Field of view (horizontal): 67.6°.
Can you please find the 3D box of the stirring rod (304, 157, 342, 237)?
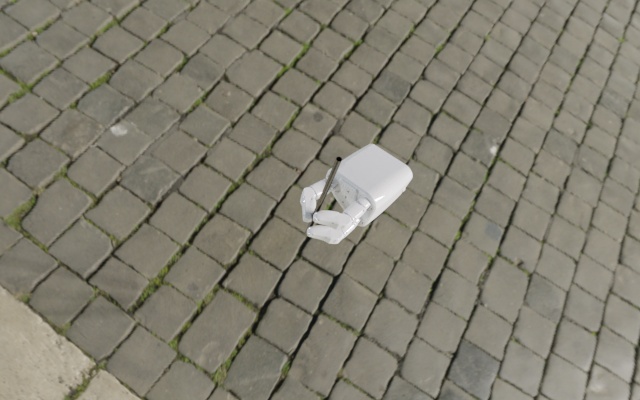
[{"bbox_3d":[0.000,0.002,0.737,0.011,0.011,0.240,0,-28,-13],"label":"stirring rod"}]
